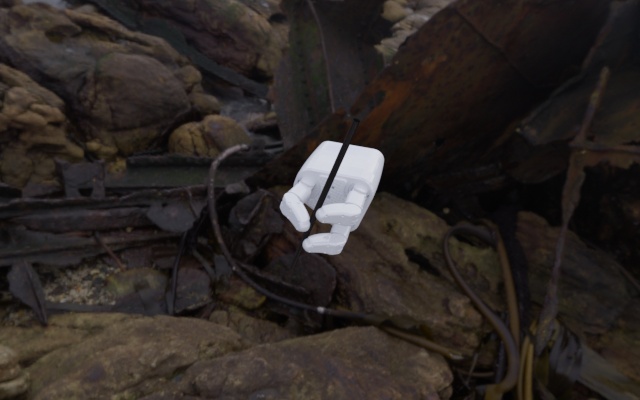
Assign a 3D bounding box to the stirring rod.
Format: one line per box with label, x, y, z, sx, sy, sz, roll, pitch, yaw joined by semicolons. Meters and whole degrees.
stirring rod;0.000;0.002;0.591;0.011;0.240;0.011;15;37;-12
